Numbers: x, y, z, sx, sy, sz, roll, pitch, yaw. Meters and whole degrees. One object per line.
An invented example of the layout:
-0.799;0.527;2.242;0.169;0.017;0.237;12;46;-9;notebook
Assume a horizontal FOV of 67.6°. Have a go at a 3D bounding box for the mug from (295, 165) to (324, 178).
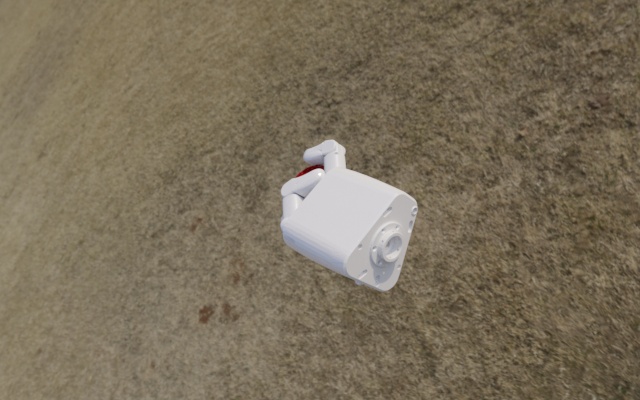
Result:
-0.001;0.002;0.642;0.117;0.093;0.081;21;-8;47;mug
